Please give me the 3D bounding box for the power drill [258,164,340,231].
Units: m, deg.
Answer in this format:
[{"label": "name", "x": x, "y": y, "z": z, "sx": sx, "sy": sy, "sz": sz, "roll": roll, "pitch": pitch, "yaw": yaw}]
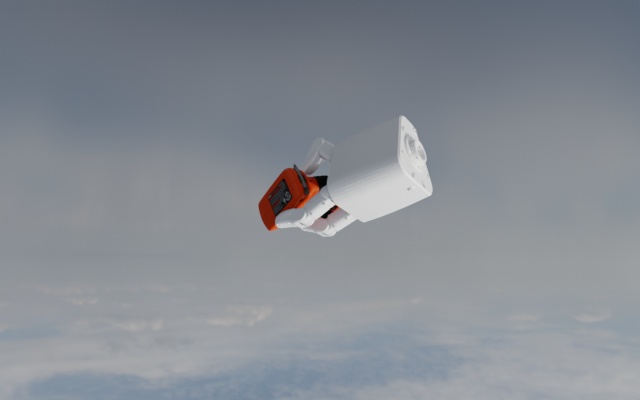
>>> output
[{"label": "power drill", "x": 0.000, "y": 0.002, "z": 0.751, "sx": 0.187, "sy": 0.057, "sz": 0.184, "roll": -6, "pitch": -31, "yaw": -40}]
